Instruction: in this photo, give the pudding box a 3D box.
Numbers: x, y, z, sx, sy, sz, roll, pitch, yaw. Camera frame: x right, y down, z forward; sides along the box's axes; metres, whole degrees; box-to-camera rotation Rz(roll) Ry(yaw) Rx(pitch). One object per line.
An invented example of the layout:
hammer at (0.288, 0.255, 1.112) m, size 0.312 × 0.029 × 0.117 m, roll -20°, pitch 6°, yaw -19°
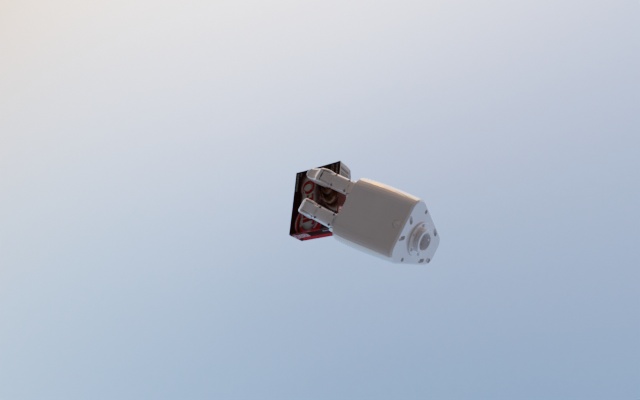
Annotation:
pudding box at (0.000, 0.003, 0.749) m, size 0.090 × 0.113 × 0.039 m, roll -12°, pitch -32°, yaw 34°
